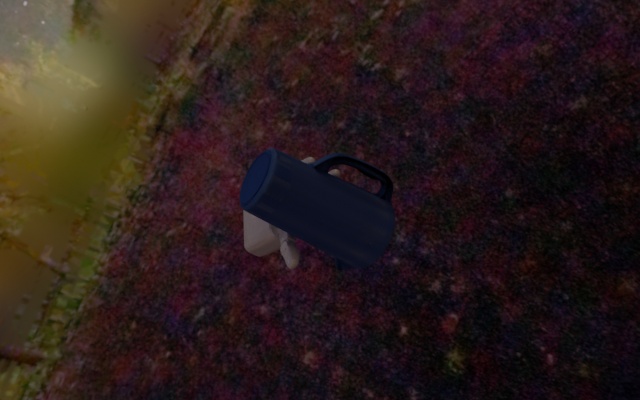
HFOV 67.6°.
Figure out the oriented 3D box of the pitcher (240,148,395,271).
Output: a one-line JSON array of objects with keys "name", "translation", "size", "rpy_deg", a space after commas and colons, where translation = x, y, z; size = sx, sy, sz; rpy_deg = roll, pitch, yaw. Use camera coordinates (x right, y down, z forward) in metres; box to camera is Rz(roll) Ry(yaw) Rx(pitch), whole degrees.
[{"name": "pitcher", "translation": [0.000, 0.003, 0.789], "size": [0.243, 0.149, 0.145], "rpy_deg": [27, -34, -27]}]
